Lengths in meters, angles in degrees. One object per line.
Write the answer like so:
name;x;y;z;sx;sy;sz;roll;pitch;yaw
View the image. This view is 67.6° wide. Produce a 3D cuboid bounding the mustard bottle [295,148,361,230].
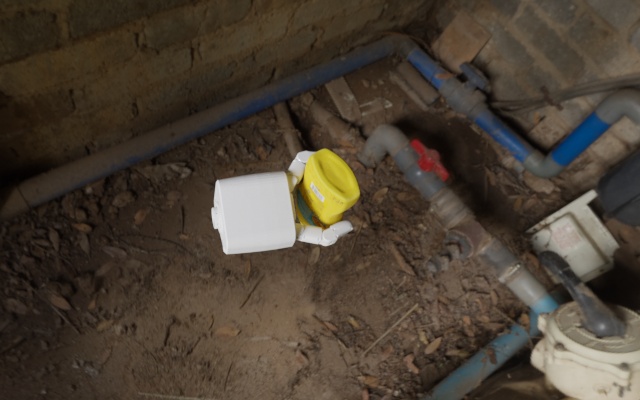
mustard bottle;0.000;0.002;0.786;0.058;0.096;0.192;-31;-15;-27
